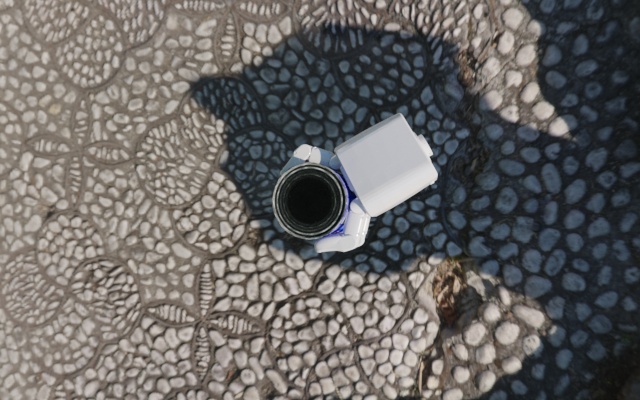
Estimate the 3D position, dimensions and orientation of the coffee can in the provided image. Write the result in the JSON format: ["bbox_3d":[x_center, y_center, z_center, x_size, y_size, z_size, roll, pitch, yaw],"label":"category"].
[{"bbox_3d":[0.000,0.002,0.698,0.103,0.103,0.140,0,-1,13],"label":"coffee can"}]
